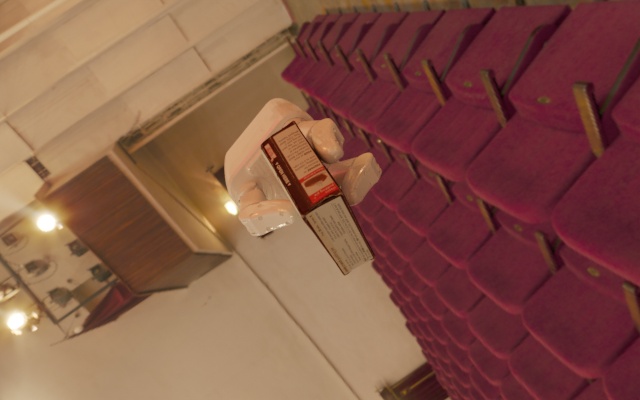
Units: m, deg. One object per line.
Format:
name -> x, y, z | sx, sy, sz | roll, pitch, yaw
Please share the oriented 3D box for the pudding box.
pudding box -> 0.000, 0.001, 0.406 | 0.039, 0.090, 0.114 | -34, -37, 1
